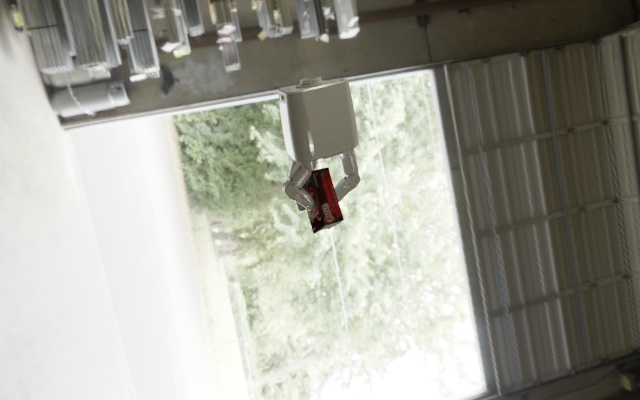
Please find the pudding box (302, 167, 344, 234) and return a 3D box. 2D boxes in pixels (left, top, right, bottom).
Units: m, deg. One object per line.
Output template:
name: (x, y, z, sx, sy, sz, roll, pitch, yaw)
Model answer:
pudding box: (0.000, 0.002, 0.790, 0.039, 0.090, 0.113, -14, -8, -10)
